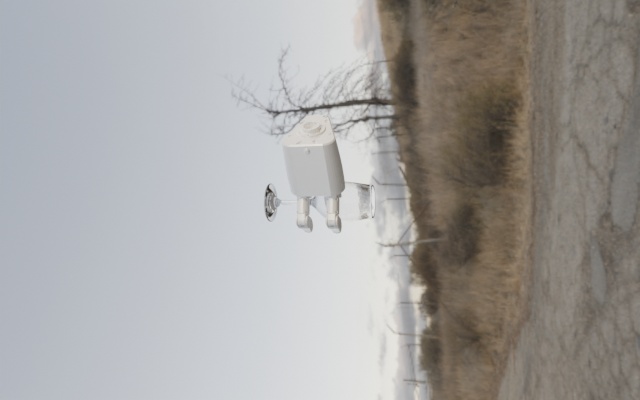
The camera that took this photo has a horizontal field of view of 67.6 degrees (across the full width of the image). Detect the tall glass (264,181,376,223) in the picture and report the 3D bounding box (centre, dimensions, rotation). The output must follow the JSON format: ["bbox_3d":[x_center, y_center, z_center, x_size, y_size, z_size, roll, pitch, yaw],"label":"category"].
[{"bbox_3d":[0.000,0.003,0.899,0.201,0.079,0.079,0,0,13],"label":"tall glass"}]
